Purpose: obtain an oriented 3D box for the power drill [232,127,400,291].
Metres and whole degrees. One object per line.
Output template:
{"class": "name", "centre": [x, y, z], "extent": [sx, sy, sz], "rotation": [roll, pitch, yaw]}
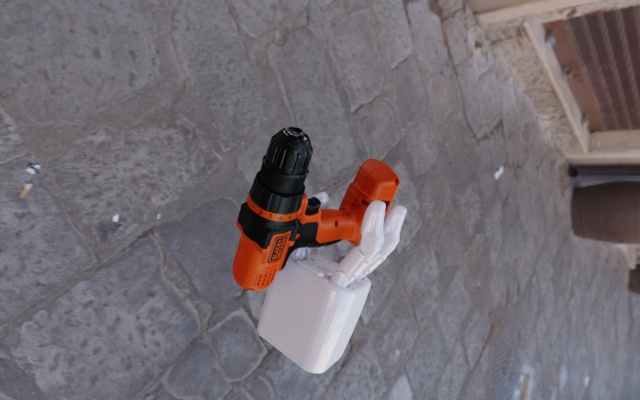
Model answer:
{"class": "power drill", "centre": [0.000, 0.002, 0.511], "extent": [0.187, 0.184, 0.057], "rotation": [-10, 44, -41]}
